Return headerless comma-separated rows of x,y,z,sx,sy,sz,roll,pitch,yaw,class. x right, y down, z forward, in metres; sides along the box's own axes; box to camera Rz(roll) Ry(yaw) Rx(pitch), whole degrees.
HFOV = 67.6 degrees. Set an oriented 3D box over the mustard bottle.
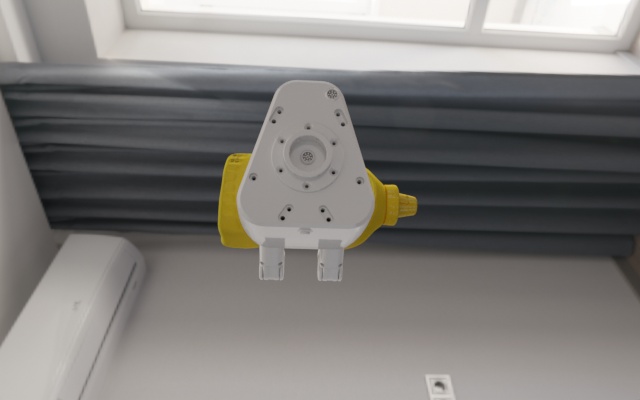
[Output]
0.000,0.002,0.475,0.191,0.096,0.058,2,-36,-3,mustard bottle
